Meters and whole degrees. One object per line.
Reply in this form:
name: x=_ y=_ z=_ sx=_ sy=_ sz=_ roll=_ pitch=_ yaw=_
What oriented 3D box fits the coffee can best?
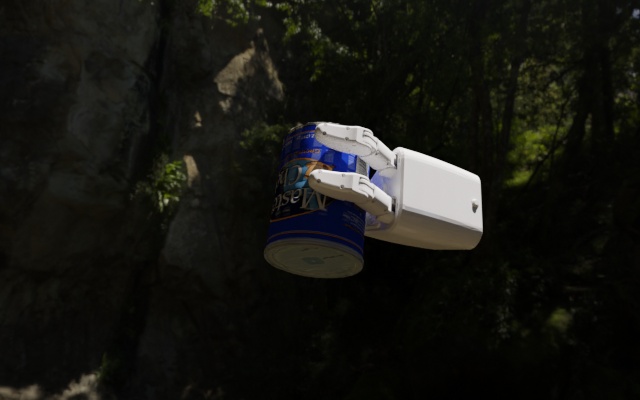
coffee can: x=0.000 y=0.002 z=0.519 sx=0.103 sy=0.140 sz=0.103 roll=6 pitch=-26 yaw=3
